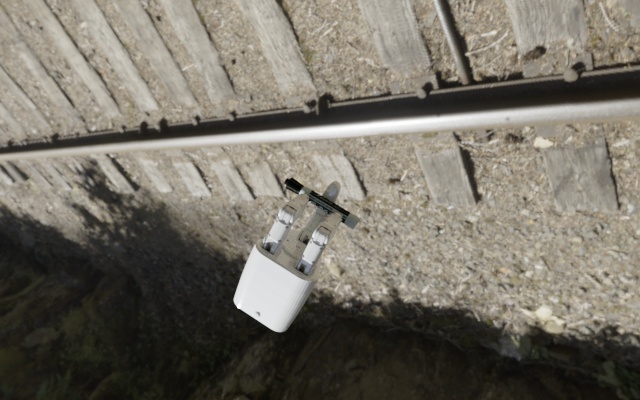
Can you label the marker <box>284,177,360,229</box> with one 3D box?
[{"bbox_3d":[0.000,0.002,0.684,0.121,0.020,0.020,31,6,10],"label":"marker"}]
